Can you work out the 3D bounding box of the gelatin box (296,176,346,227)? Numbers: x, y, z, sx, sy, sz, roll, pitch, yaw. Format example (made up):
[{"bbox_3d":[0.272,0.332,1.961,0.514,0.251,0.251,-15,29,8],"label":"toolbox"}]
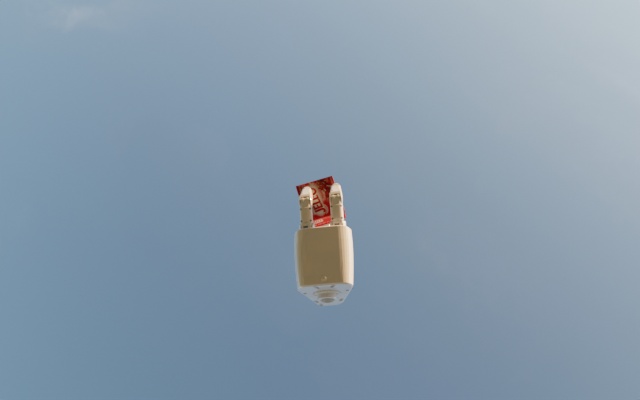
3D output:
[{"bbox_3d":[0.000,0.003,0.893,0.073,0.089,0.030,-16,-35,-2],"label":"gelatin box"}]
